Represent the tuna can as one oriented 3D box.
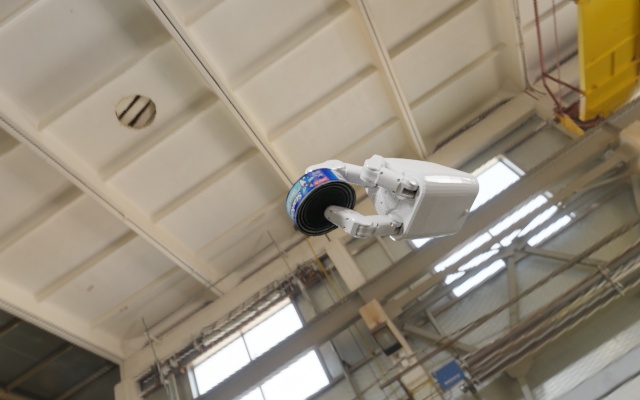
[{"bbox_3d":[0.000,0.002,0.602,0.086,0.086,0.033,0,36,-36],"label":"tuna can"}]
